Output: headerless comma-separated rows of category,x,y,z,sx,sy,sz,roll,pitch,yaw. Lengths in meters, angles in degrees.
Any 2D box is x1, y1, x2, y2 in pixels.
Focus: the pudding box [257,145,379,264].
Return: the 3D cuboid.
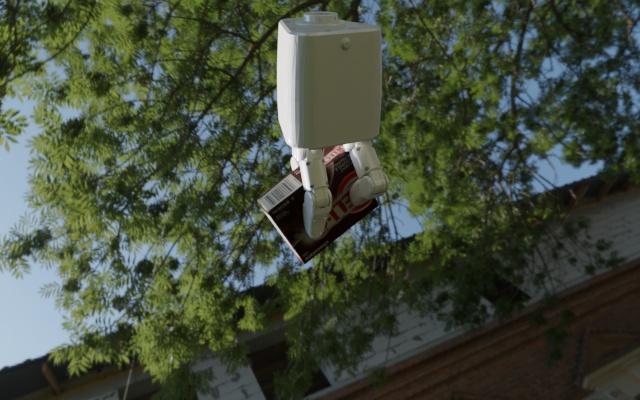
pudding box,0.000,0.002,0.524,0.113,0.090,0.039,-37,38,-7
